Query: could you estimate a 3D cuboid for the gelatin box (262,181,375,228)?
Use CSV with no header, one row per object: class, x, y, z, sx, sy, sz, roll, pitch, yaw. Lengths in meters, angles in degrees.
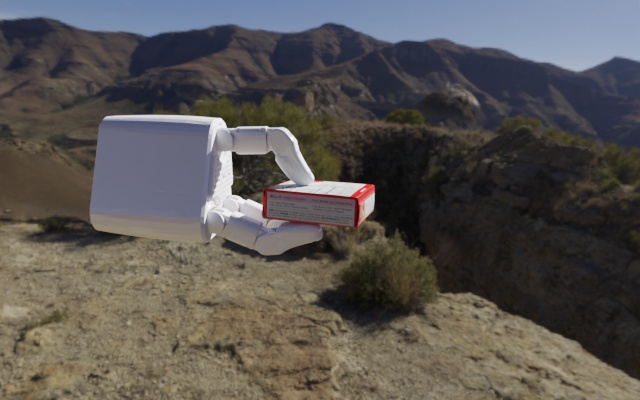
gelatin box,0.000,0.001,0.443,0.089,0.030,0.073,4,11,16
